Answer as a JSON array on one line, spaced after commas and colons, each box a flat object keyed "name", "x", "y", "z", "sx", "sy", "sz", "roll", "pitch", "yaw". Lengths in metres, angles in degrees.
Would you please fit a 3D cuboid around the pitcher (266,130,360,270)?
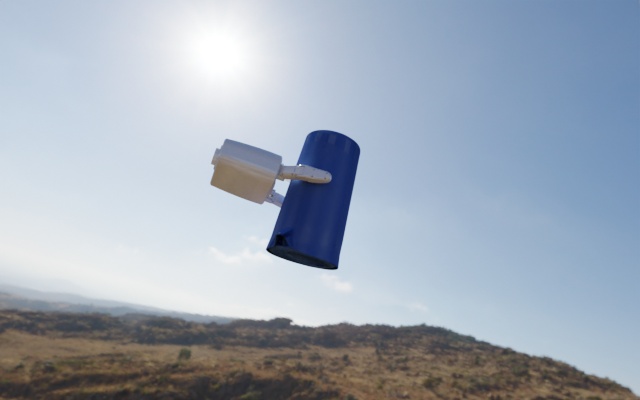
[{"name": "pitcher", "x": 0.000, "y": 0.003, "z": 0.885, "sx": 0.145, "sy": 0.242, "sz": 0.149, "roll": 18, "pitch": -16, "yaw": -10}]
